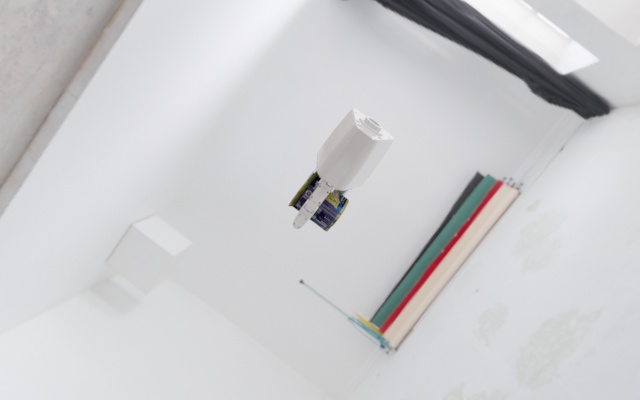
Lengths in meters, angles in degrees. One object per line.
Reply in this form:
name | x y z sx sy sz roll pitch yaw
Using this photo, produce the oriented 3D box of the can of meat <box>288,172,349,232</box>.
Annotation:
can of meat | 0.000 0.003 0.858 0.084 0.057 0.102 37 20 0
